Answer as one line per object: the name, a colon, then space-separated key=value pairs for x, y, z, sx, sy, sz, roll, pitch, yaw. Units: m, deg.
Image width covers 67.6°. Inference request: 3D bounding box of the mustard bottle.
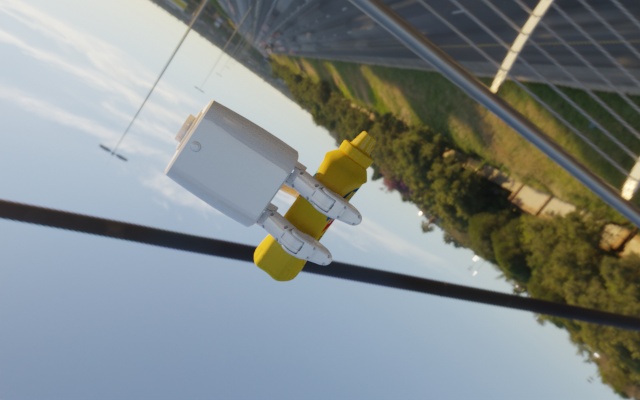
mustard bottle: x=0.000 y=0.002 z=0.556 sx=0.058 sy=0.191 sz=0.096 roll=37 pitch=10 yaw=6
